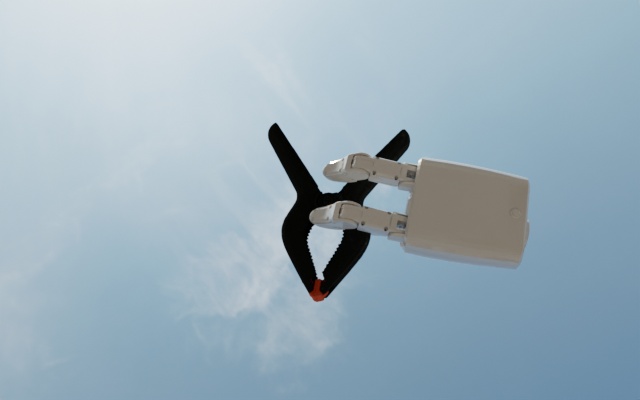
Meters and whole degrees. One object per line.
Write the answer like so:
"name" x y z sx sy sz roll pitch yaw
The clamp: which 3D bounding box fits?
"clamp" 0.000 0.003 0.522 0.164 0.210 0.036 10 -22 12
